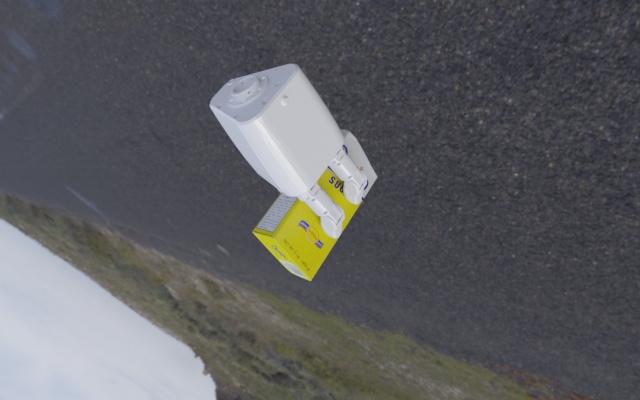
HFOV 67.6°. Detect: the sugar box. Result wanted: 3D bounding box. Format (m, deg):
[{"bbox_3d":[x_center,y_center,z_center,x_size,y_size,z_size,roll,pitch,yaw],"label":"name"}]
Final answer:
[{"bbox_3d":[0.000,0.002,0.603,0.048,0.176,0.093,14,-30,43],"label":"sugar box"}]
